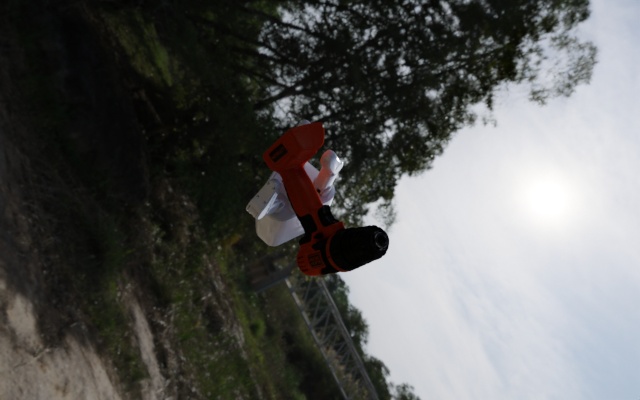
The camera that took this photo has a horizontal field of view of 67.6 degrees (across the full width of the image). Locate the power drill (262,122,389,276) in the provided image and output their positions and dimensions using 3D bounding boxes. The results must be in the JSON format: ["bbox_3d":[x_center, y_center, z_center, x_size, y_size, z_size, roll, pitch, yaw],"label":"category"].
[{"bbox_3d":[0.000,0.002,0.603,0.057,0.187,0.184,-16,-6,-33],"label":"power drill"}]
